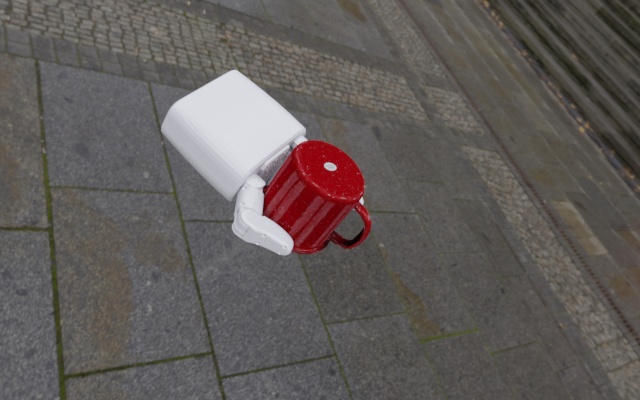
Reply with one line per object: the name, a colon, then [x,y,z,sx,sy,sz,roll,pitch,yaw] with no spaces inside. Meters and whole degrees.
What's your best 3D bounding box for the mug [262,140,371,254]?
mug: [0.001,0.002,0.481,0.081,0.117,0.093,-51,-4,38]
